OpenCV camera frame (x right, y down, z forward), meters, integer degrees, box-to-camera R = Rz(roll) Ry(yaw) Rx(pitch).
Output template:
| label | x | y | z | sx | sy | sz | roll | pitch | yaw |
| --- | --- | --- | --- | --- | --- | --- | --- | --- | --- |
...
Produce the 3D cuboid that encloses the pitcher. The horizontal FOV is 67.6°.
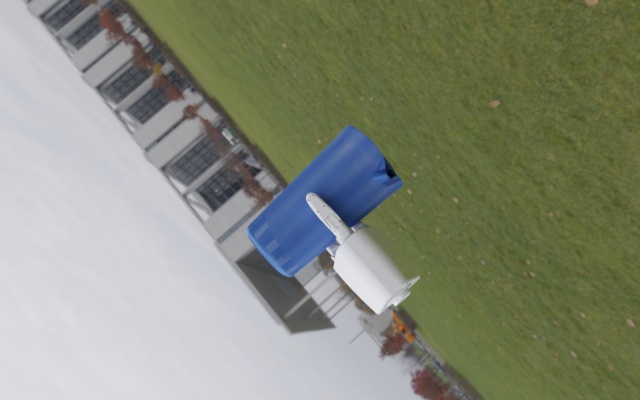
| label | x | y | z | sx | sy | sz | roll | pitch | yaw |
| --- | --- | --- | --- | --- | --- | --- | --- | --- | --- |
| pitcher | 0.000 | 0.003 | 0.777 | 0.243 | 0.145 | 0.149 | -42 | -19 | -3 |
